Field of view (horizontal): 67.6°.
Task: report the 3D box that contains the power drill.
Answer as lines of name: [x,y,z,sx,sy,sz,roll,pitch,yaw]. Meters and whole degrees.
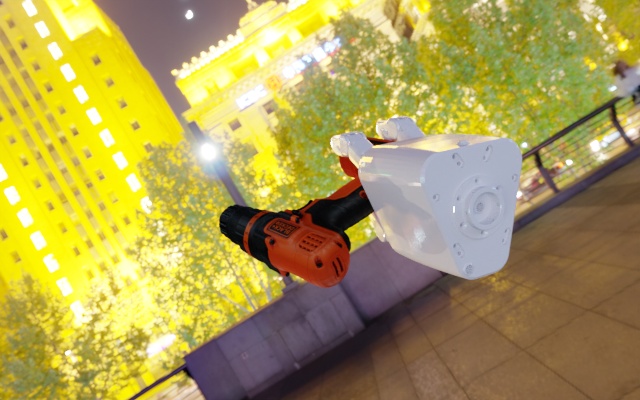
power drill: [0.001,0.001,0.512,0.184,0.057,0.187,19,51,44]
